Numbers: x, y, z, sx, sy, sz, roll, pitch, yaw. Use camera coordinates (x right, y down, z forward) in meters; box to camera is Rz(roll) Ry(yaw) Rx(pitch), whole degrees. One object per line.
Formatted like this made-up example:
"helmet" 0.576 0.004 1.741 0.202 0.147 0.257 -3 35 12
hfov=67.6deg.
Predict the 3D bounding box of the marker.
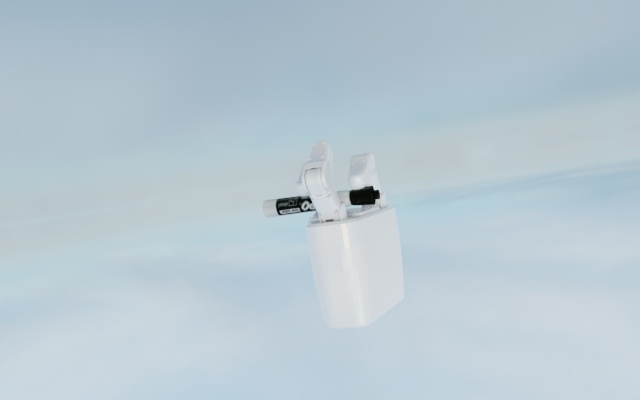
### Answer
"marker" 0.000 0.002 0.479 0.121 0.020 0.020 -8 -3 19
